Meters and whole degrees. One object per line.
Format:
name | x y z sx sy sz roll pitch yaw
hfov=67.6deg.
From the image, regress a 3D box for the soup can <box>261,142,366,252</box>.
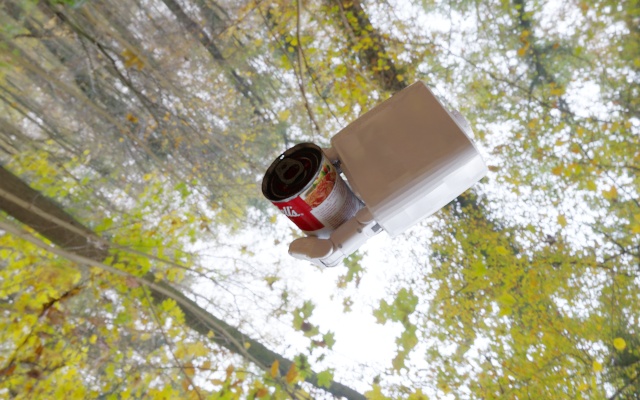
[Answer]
soup can | 0.000 0.002 0.466 0.068 0.068 0.102 0 -35 41
